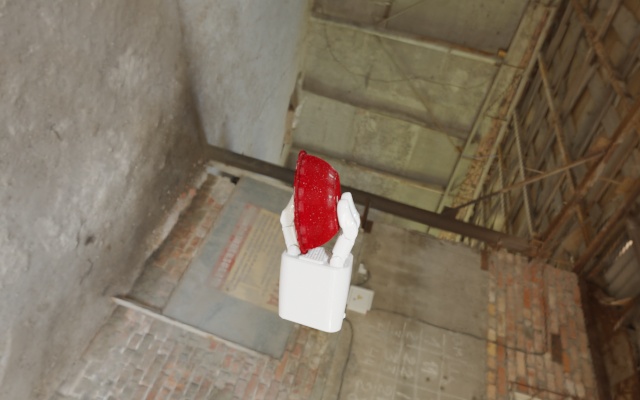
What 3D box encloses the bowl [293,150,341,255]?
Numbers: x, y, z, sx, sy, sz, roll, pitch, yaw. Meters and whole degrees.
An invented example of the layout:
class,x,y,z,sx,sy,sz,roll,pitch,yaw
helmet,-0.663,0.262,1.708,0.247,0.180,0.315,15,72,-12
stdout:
class,x,y,z,sx,sy,sz,roll,pitch,yaw
bowl,0.000,0.001,0.728,0.055,0.162,0.162,-1,0,8
